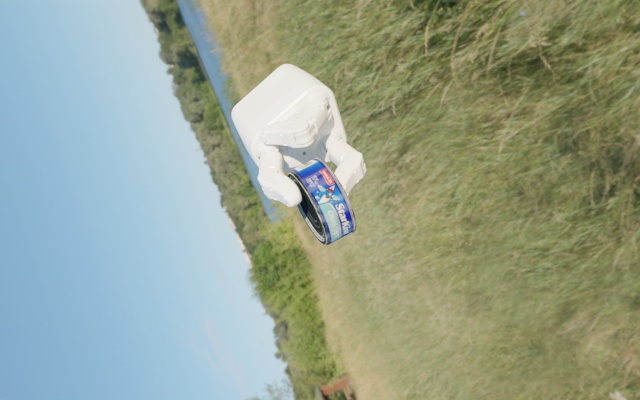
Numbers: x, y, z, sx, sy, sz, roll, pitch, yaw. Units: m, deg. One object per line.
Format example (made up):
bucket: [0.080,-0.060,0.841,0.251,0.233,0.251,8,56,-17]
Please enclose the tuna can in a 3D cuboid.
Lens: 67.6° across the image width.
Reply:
tuna can: [0.000,0.002,0.485,0.034,0.086,0.086,-27,6,-13]
